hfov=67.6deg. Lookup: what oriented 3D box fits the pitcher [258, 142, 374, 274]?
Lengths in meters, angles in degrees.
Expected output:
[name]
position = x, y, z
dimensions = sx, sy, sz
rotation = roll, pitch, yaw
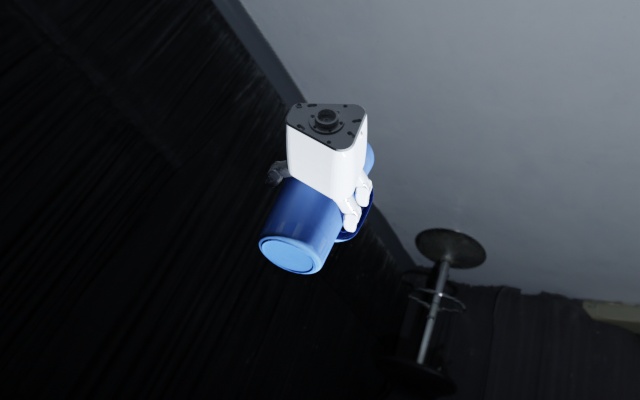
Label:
[pitcher]
position = 0.000, 0.002, 0.802
dimensions = 0.149, 0.242, 0.145
rotation = 18, -34, 11
